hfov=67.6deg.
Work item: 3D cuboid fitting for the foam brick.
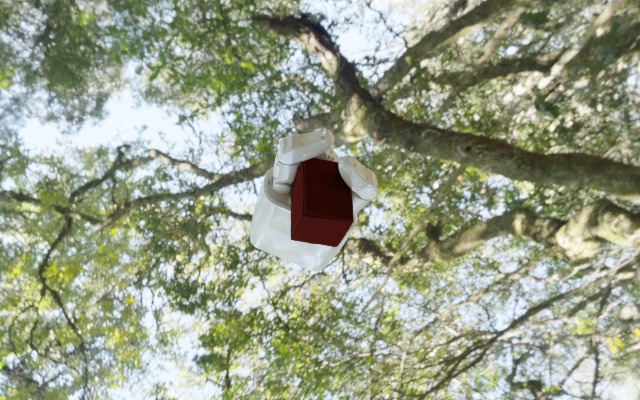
[{"bbox_3d":[0.000,0.002,0.498,0.053,0.078,0.051,11,-40,-15],"label":"foam brick"}]
